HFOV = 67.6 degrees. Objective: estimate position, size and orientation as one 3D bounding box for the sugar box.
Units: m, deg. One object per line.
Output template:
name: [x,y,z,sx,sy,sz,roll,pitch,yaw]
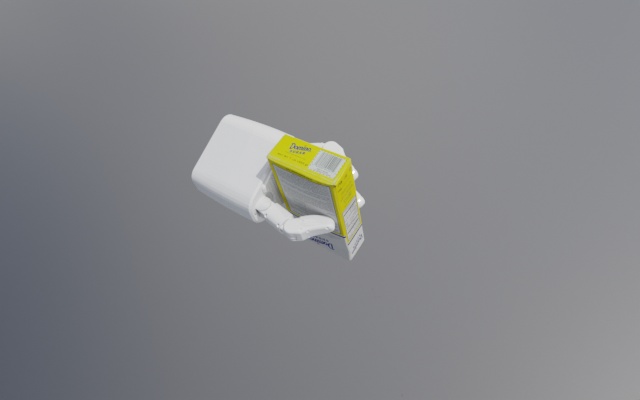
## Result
sugar box: [0.000,0.001,0.598,0.093,0.048,0.176,24,-24,24]
